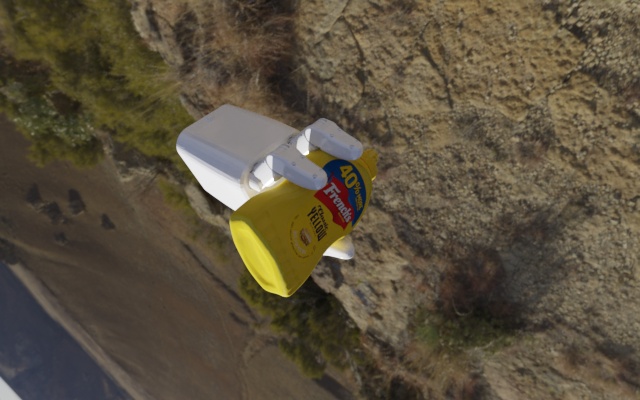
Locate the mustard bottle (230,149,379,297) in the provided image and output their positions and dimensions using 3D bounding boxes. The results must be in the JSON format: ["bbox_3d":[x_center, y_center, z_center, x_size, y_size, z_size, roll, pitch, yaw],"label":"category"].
[{"bbox_3d":[0.000,0.002,0.487,0.058,0.096,0.191,6,38,44],"label":"mustard bottle"}]
